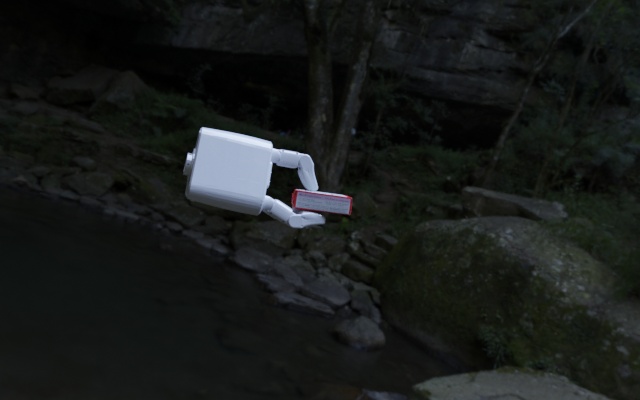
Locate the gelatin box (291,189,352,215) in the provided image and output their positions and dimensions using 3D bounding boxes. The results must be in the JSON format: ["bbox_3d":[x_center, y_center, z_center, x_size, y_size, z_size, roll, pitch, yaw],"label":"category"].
[{"bbox_3d":[0.001,0.002,0.741,0.089,0.030,0.073,7,2,-5],"label":"gelatin box"}]
